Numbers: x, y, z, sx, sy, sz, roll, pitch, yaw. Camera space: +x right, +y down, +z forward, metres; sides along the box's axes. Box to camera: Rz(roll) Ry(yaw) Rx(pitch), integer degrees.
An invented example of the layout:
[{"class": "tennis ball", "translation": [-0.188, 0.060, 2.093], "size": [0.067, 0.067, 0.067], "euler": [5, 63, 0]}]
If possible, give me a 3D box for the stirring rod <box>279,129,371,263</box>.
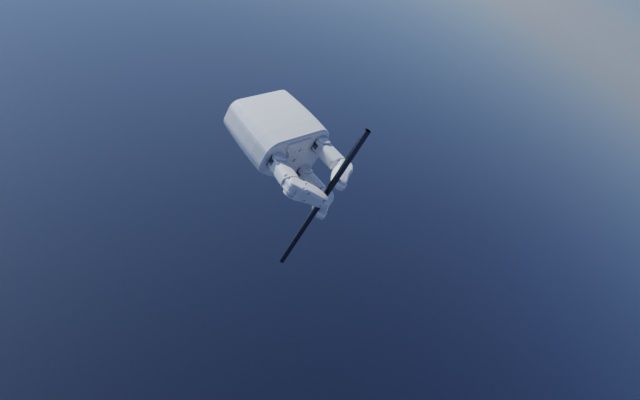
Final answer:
[{"class": "stirring rod", "translation": [0.000, 0.002, 0.636], "size": [0.011, 0.240, 0.011], "euler": [24, 32, -16]}]
